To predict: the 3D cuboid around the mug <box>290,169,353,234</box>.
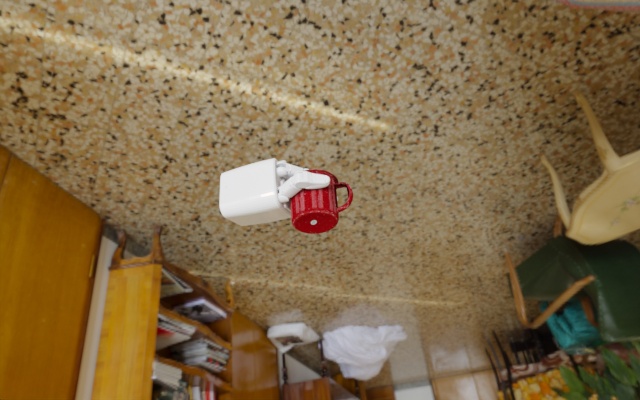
[{"bbox_3d":[0.002,0.003,0.828,0.117,0.081,0.093,-12,-33,12],"label":"mug"}]
